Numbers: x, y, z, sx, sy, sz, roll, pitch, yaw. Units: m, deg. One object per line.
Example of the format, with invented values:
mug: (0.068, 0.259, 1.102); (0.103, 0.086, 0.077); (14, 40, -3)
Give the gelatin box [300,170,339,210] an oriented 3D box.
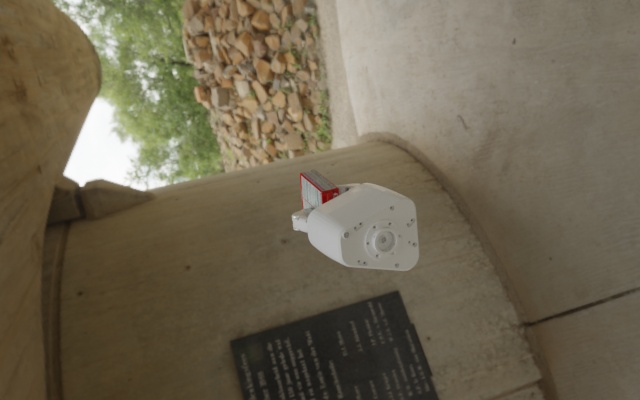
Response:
gelatin box: (0.000, 0.002, 0.723); (0.030, 0.073, 0.089); (-15, 27, -21)
